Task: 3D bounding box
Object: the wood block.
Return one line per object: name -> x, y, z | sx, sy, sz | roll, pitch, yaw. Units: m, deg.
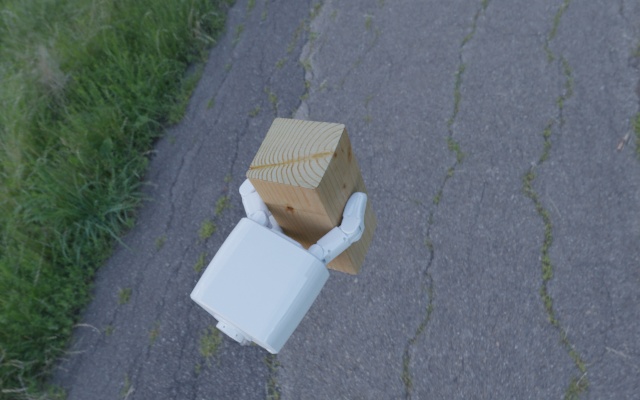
wood block -> 0.000, 0.002, 0.599 | 0.091, 0.090, 0.206 | 11, -29, 24
